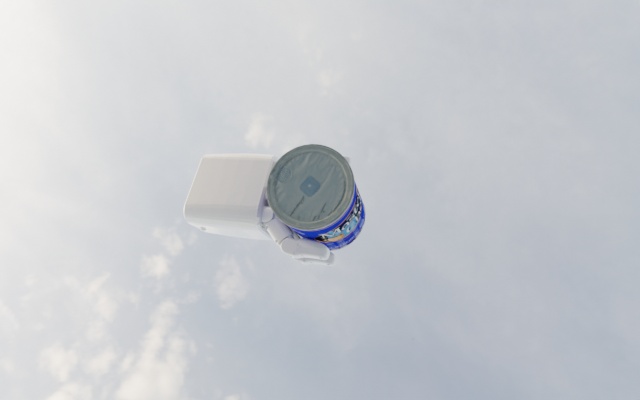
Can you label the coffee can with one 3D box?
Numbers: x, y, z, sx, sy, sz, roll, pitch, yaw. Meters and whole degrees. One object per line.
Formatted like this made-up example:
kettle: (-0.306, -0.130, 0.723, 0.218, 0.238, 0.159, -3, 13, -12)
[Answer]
coffee can: (0.000, 0.002, 0.608, 0.103, 0.102, 0.140, 0, -16, 11)
